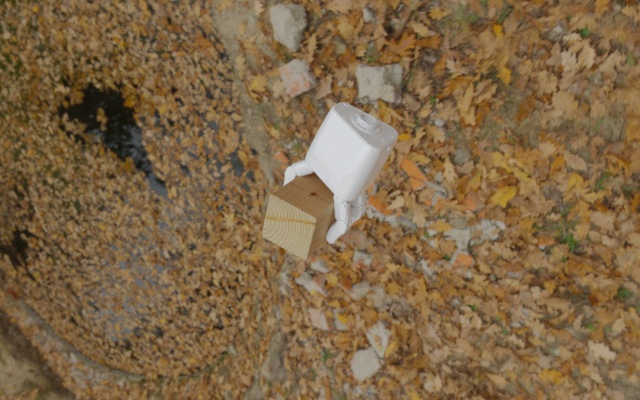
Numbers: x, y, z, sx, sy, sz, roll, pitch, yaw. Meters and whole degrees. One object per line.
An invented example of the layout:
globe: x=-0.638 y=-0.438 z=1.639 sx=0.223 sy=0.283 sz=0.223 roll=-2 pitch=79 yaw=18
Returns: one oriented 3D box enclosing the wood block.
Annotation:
wood block: x=0.000 y=0.002 z=0.834 sx=0.091 sy=0.090 sz=0.206 roll=28 pitch=36 yaw=19
